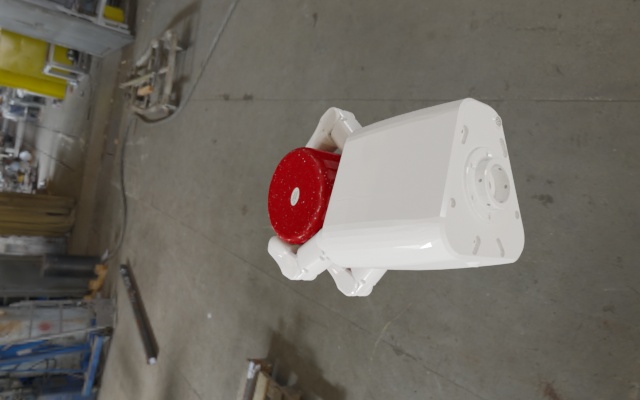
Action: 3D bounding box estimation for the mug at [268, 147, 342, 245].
[{"bbox_3d":[-0.001,0.001,0.428,0.081,0.093,0.117,9,-14,-38],"label":"mug"}]
